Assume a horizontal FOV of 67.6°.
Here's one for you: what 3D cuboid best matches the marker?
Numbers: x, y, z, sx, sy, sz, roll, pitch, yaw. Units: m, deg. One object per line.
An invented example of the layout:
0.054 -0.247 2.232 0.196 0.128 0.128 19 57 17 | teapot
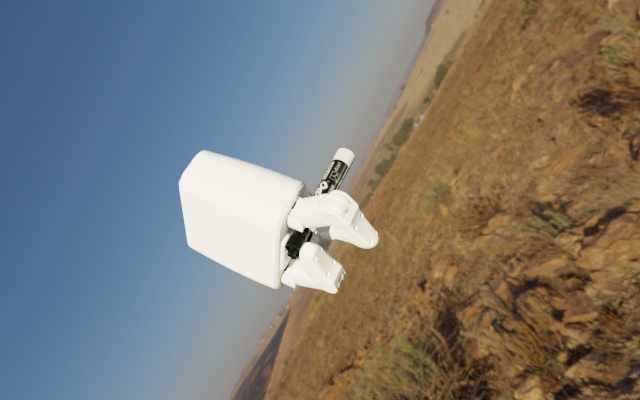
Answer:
0.000 0.001 0.440 0.020 0.121 0.020 22 -28 12 | marker
